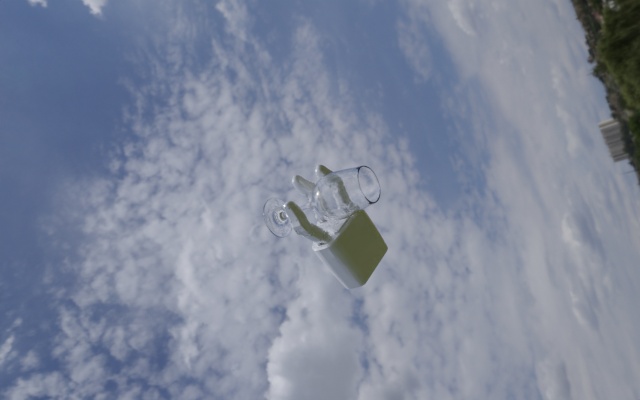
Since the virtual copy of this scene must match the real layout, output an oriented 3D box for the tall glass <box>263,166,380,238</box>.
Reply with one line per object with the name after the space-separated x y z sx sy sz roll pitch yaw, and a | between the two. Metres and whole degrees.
-0.001 0.003 0.796 0.201 0.079 0.079 -21 -13 36 | tall glass
